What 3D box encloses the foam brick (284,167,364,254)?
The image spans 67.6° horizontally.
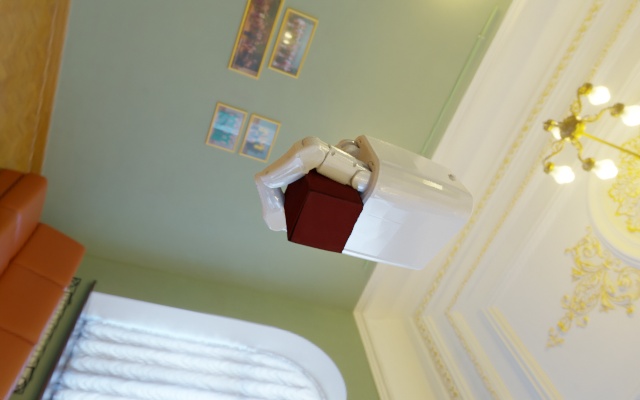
[{"bbox_3d":[0.000,0.002,0.428,0.051,0.053,0.078,17,25,-16],"label":"foam brick"}]
